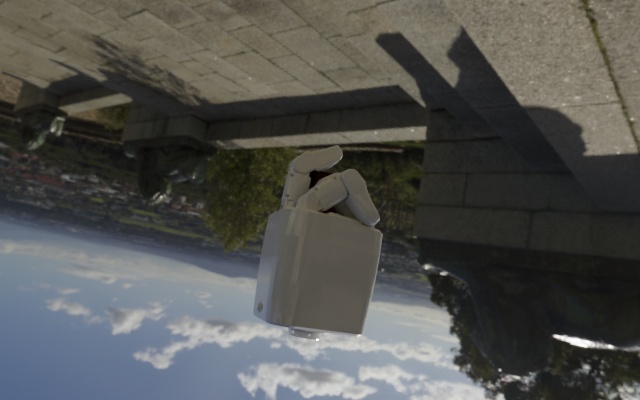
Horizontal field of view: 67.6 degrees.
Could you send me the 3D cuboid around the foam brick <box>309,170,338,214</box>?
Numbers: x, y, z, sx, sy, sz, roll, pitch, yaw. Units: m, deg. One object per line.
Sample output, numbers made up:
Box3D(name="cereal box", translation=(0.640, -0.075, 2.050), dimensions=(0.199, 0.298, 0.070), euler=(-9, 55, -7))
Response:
Box3D(name="foam brick", translation=(0.000, 0.002, 0.541), dimensions=(0.053, 0.051, 0.078), euler=(14, -11, -17))
